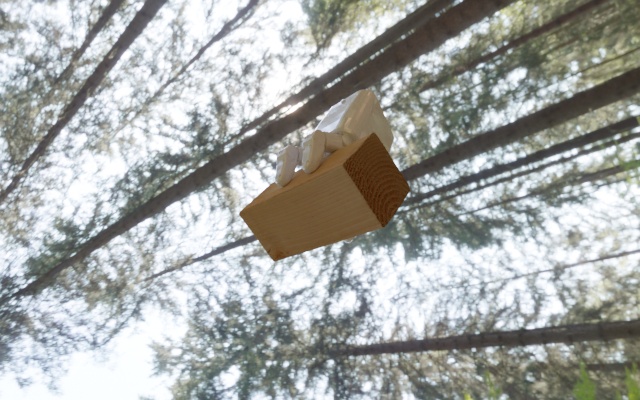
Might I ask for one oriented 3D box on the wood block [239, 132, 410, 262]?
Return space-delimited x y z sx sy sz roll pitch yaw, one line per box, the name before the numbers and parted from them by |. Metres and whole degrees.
wood block | 0.000 0.002 0.632 0.206 0.091 0.090 -23 18 43
